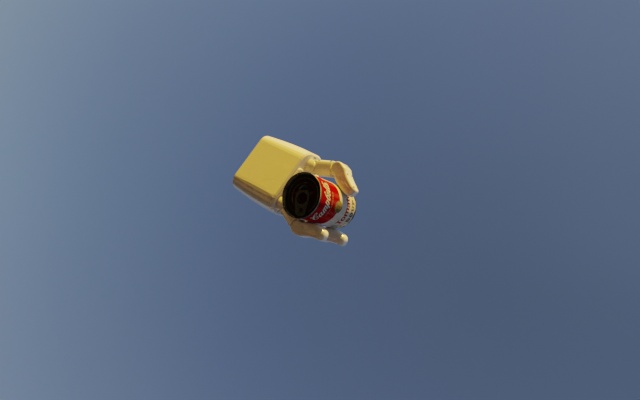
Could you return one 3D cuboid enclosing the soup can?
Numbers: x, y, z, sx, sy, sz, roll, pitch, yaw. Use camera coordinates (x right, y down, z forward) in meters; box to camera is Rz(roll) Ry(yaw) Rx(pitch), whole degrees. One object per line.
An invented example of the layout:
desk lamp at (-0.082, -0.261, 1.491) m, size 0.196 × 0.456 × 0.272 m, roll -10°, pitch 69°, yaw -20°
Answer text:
soup can at (0.001, 0.002, 0.710) m, size 0.068 × 0.068 × 0.102 m, roll 0°, pitch -11°, yaw 34°
